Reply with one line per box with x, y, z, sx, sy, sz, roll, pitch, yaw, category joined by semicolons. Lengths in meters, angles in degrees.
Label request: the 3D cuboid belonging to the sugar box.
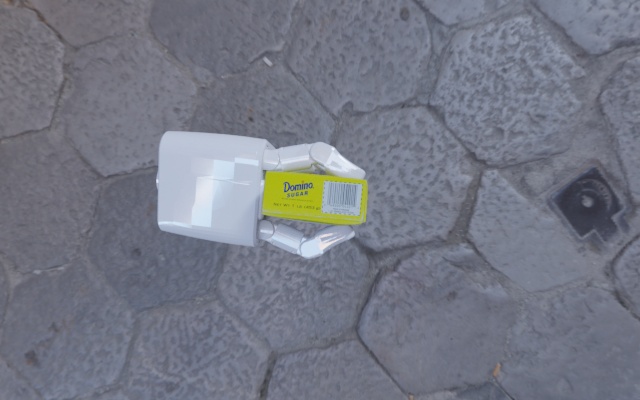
0.000;0.001;0.502;0.093;0.048;0.176;6;0;3;sugar box
